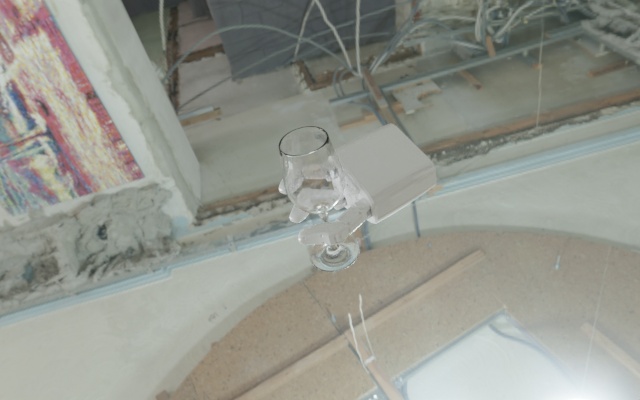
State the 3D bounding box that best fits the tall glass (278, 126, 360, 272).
[{"bbox_3d":[0.000,0.003,0.632,0.079,0.201,0.079,-9,41,8],"label":"tall glass"}]
